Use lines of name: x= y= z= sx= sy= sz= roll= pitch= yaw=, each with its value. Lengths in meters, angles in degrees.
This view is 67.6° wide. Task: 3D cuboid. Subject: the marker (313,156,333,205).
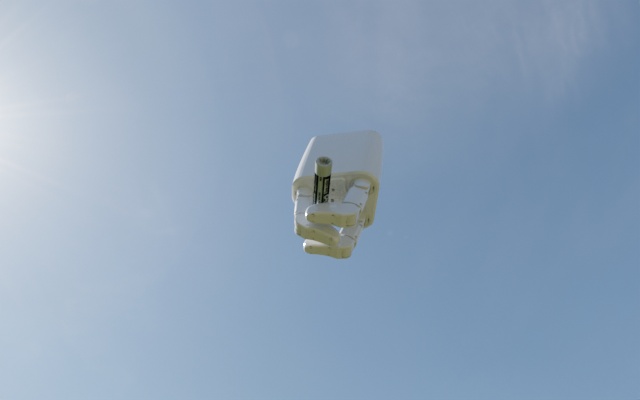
marker: x=0.000 y=0.002 z=0.561 sx=0.020 sy=0.121 sz=0.020 roll=3 pitch=42 yaw=-2
